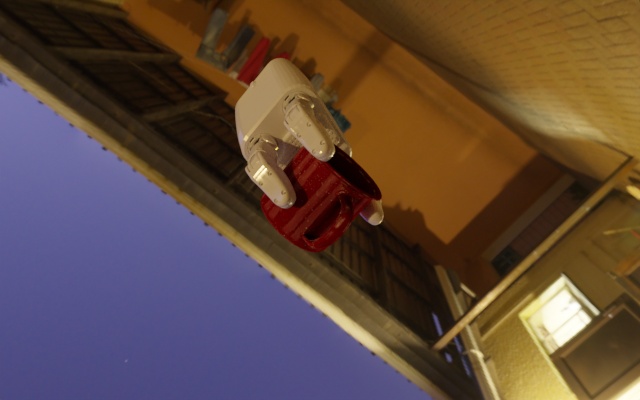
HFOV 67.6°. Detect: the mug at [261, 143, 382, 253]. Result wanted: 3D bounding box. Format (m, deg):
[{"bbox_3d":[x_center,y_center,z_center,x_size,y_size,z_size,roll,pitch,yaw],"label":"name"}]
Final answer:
[{"bbox_3d":[0.000,0.002,0.446,0.093,0.081,0.117,32,20,-30],"label":"mug"}]
